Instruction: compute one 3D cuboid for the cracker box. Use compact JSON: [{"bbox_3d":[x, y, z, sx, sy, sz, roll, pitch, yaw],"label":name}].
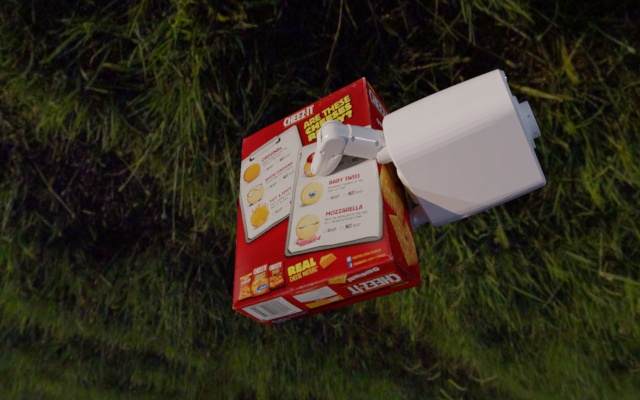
[{"bbox_3d":[0.000,0.002,0.483,0.164,0.213,0.072,-22,-40,24],"label":"cracker box"}]
